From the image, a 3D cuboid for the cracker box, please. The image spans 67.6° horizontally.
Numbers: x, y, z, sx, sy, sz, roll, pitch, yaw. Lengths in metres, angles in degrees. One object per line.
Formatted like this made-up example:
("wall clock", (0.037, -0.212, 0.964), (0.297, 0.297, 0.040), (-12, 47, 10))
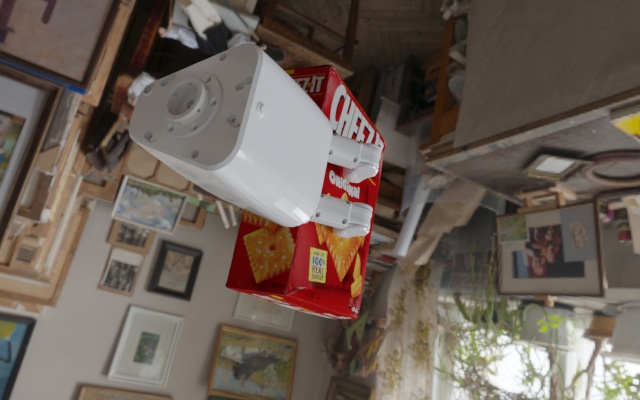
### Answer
("cracker box", (0.000, 0.002, 0.480), (0.072, 0.213, 0.164), (2, -19, 27))
